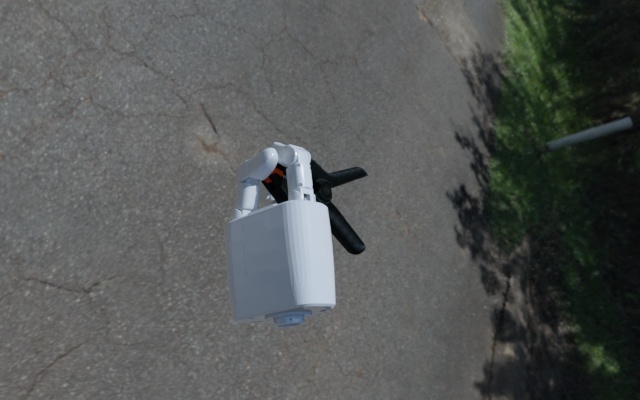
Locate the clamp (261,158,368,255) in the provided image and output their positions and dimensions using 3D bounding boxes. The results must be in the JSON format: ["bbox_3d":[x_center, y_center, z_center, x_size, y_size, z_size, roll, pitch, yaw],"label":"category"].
[{"bbox_3d":[0.000,0.002,0.586,0.171,0.120,0.039,11,-27,-39],"label":"clamp"}]
